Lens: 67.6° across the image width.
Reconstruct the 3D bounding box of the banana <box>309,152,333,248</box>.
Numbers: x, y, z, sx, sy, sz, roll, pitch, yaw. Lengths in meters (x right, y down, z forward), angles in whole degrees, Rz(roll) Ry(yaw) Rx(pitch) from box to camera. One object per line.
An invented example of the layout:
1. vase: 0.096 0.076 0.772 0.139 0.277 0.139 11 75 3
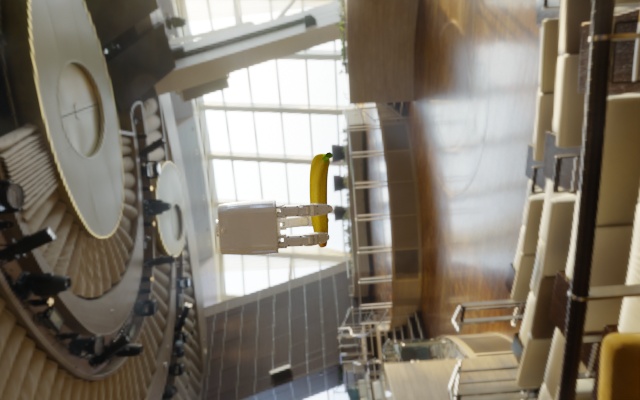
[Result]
1. banana: -0.002 -0.008 0.904 0.037 0.198 0.069 -2 27 -6
